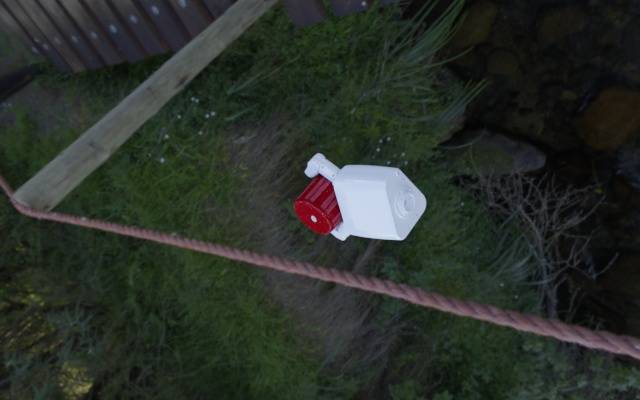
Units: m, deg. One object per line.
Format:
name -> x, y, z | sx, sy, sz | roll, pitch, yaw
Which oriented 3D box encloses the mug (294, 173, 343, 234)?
mug -> -0.001, 0.003, 0.834 | 0.117, 0.093, 0.081 | 4, 45, 47
